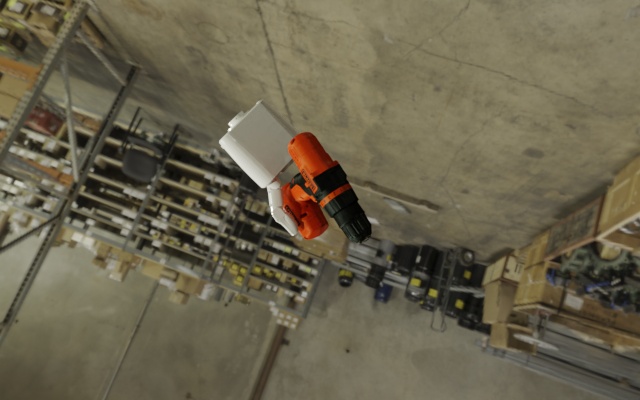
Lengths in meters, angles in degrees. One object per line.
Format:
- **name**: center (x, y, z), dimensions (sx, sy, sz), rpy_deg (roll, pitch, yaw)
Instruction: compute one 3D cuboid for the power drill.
- **power drill**: center (0.000, 0.002, 0.757), dimensions (0.057, 0.184, 0.188), rpy_deg (-28, -10, -23)
